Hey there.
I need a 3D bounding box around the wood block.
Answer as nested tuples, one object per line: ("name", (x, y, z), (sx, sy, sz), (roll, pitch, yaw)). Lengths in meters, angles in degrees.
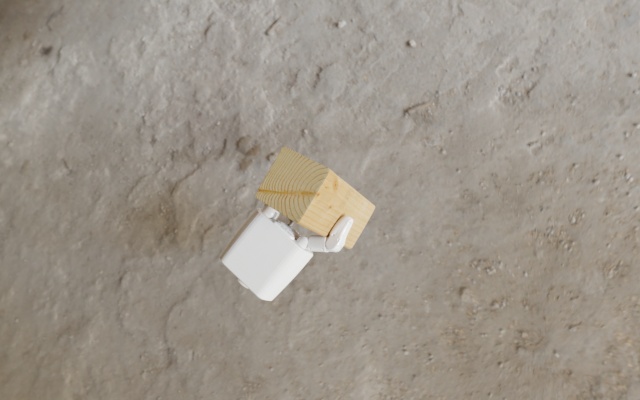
("wood block", (0.000, 0.003, 0.768), (0.091, 0.090, 0.206), (30, -1, 29))
